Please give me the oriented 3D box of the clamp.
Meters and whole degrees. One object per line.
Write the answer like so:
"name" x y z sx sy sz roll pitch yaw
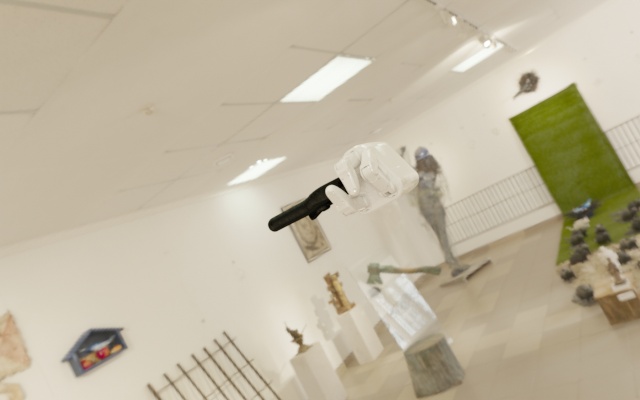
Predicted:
"clamp" 0.000 0.002 0.822 0.171 0.039 0.120 -30 -4 31
